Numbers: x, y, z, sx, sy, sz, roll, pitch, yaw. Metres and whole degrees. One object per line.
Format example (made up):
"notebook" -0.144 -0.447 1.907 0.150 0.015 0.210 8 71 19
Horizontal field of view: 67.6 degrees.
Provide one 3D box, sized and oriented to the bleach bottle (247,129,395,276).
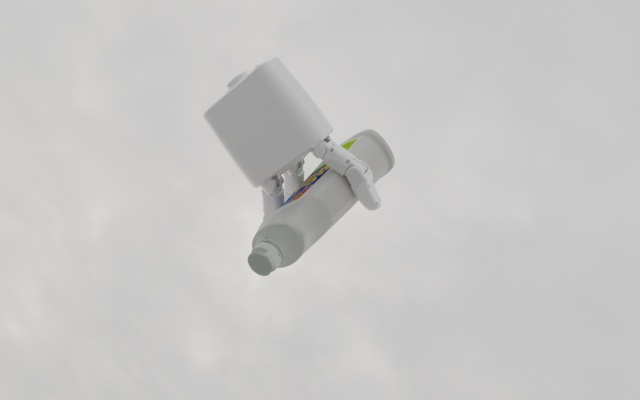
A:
"bleach bottle" 0.000 0.002 0.562 0.102 0.068 0.250 -29 11 38
